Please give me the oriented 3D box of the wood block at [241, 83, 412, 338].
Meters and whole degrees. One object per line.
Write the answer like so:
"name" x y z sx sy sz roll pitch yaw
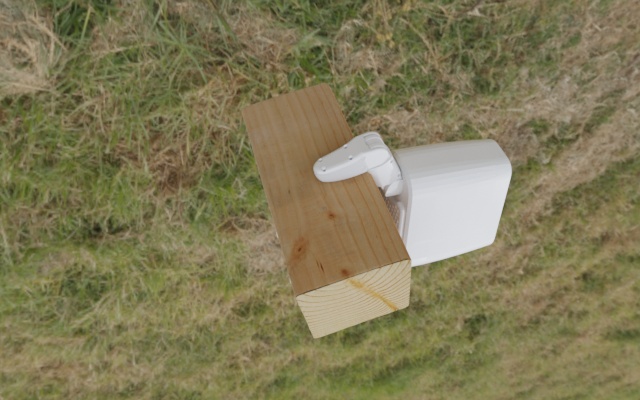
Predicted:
"wood block" 0.000 0.001 0.434 0.090 0.206 0.091 -18 -36 -4
